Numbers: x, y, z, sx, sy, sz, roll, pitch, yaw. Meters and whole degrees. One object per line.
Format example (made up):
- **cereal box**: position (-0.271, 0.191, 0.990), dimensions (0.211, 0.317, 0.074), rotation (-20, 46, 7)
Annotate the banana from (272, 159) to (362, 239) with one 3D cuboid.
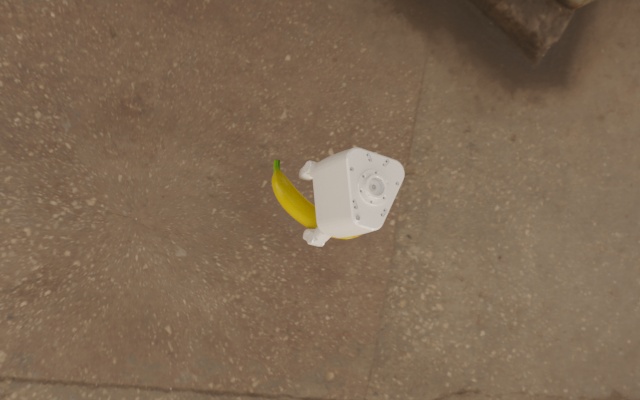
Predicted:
- **banana**: position (-0.012, 0.014, 0.793), dimensions (0.198, 0.069, 0.037), rotation (40, -27, -13)
